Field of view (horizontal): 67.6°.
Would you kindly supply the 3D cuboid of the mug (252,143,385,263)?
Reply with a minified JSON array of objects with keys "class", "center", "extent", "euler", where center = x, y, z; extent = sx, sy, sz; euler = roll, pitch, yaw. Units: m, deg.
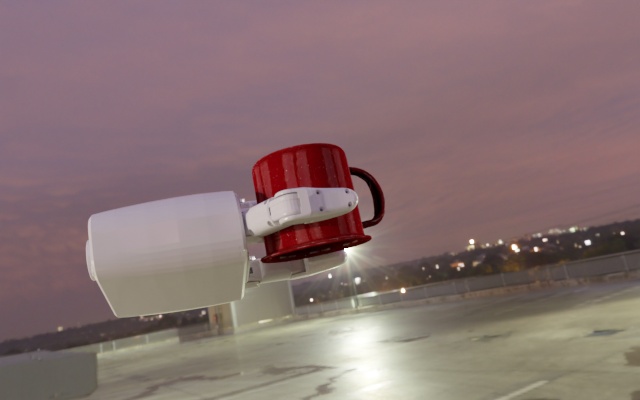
[{"class":"mug","center":[0.001,0.001,0.403],"extent":[0.117,0.081,0.093],"euler":[-8,-12,-18]}]
